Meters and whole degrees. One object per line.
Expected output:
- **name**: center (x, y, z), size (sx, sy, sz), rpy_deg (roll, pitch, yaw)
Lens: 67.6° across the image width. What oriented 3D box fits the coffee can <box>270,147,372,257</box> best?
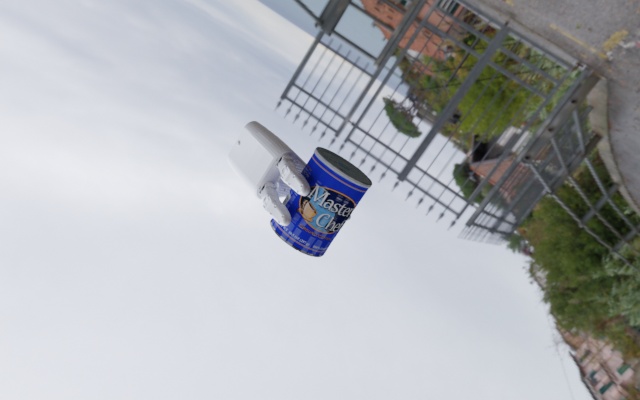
- **coffee can**: center (0.000, 0.002, 0.747), size (0.103, 0.140, 0.102), rpy_deg (31, 15, -9)
